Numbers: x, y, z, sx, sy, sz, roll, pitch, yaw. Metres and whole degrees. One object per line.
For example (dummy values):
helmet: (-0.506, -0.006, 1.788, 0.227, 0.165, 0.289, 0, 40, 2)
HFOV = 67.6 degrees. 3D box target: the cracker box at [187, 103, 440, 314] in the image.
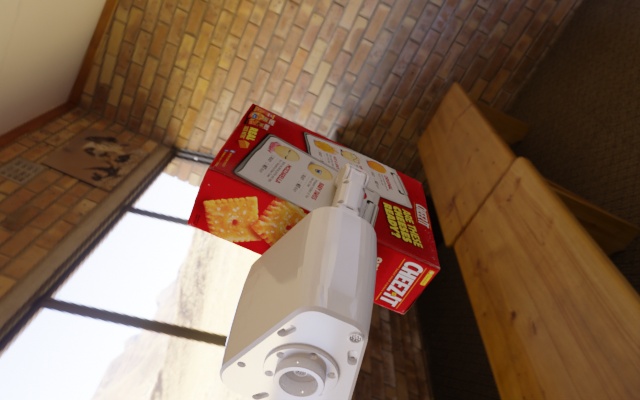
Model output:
cracker box: (0.000, 0.001, 0.475, 0.214, 0.072, 0.164, 25, 29, -8)
